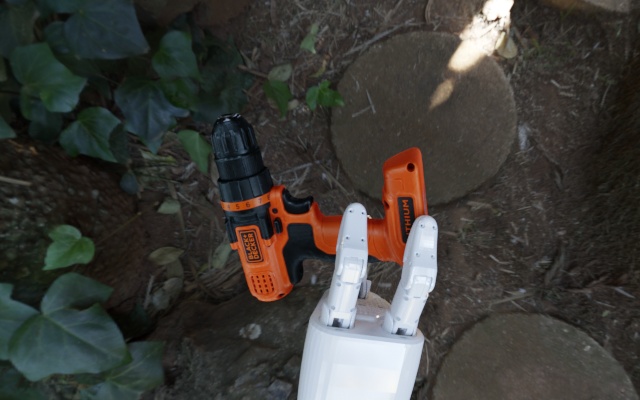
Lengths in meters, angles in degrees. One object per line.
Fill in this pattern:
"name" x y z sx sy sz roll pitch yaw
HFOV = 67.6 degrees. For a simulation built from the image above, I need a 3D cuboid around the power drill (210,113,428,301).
"power drill" 0.001 0.002 0.435 0.187 0.184 0.057 -6 21 17
